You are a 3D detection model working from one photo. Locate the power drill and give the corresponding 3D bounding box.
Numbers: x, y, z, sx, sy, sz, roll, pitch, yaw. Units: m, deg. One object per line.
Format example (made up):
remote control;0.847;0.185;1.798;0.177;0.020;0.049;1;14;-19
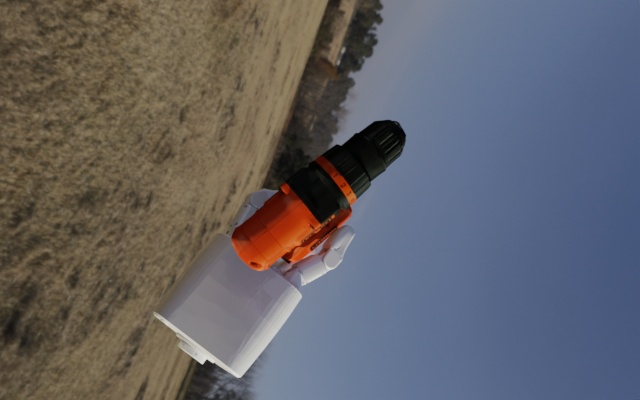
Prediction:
power drill;0.000;0.002;0.492;0.184;0.057;0.188;-37;-8;-6
